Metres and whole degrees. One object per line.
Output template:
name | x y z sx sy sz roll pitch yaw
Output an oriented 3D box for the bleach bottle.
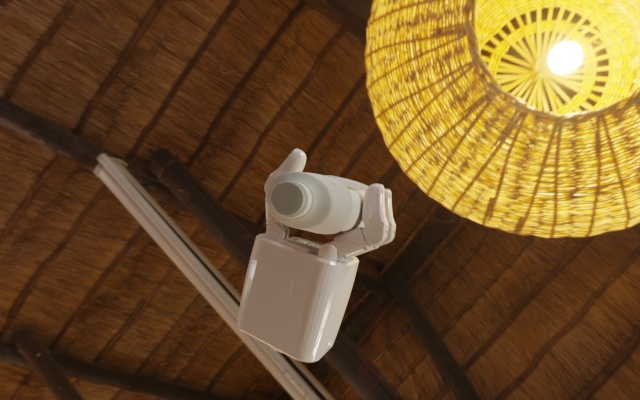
bleach bottle | 0.000 0.002 0.511 0.102 0.068 0.251 15 2 16
